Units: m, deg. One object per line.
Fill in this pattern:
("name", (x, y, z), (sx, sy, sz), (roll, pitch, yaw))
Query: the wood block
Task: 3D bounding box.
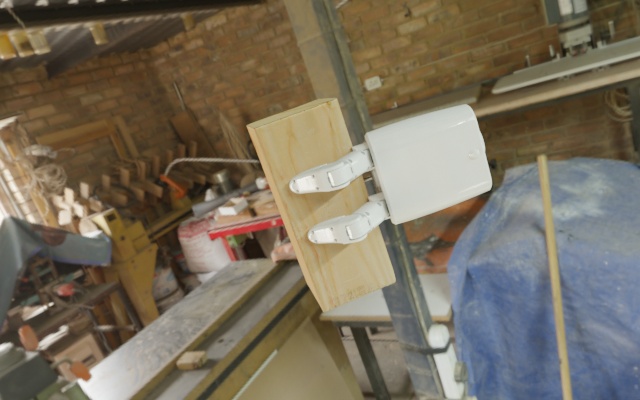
("wood block", (0.000, 0.001, 0.525), (0.090, 0.206, 0.091), (-22, 15, -8))
